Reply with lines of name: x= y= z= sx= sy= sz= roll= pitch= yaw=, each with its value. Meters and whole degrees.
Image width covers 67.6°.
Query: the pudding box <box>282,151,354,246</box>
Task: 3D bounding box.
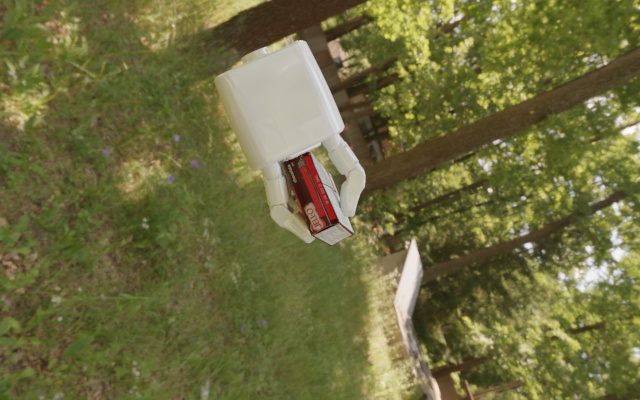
pudding box: x=0.000 y=0.002 z=0.559 sx=0.039 sy=0.090 sz=0.113 roll=-24 pitch=-15 yaw=9
